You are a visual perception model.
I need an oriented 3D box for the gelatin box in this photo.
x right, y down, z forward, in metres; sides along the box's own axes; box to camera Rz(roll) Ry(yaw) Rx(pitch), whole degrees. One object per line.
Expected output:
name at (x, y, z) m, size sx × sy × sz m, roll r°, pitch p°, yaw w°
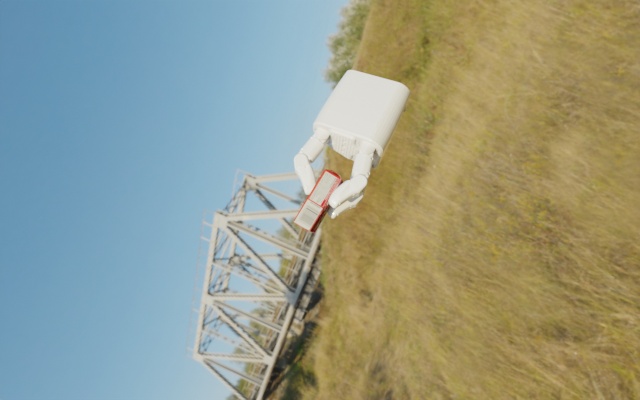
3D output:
gelatin box at (0.000, 0.002, 0.685) m, size 0.030 × 0.089 × 0.073 m, roll 31°, pitch -2°, yaw 7°
